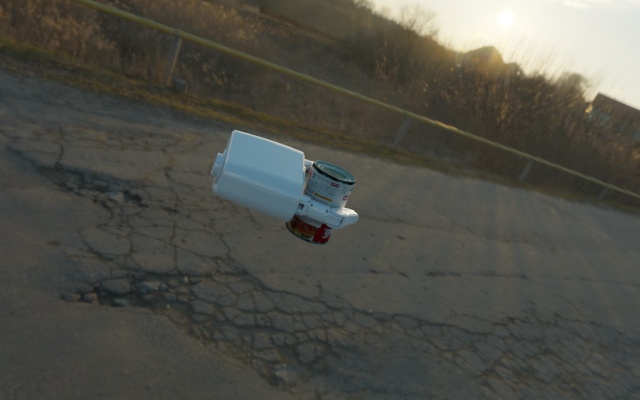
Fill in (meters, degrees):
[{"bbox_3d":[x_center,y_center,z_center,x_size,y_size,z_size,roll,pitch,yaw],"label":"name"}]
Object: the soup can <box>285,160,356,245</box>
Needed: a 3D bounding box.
[{"bbox_3d":[0.001,0.002,0.681,0.068,0.102,0.068,22,19,-8],"label":"soup can"}]
